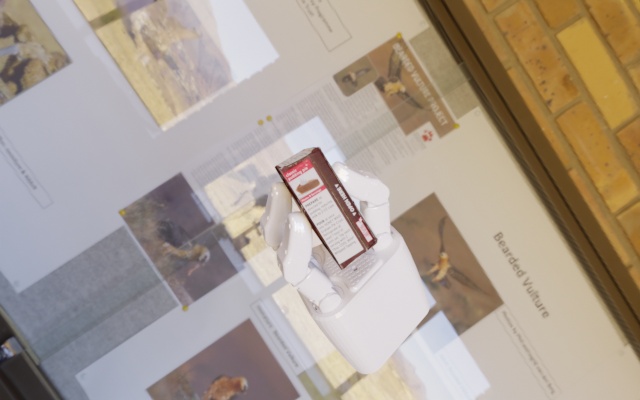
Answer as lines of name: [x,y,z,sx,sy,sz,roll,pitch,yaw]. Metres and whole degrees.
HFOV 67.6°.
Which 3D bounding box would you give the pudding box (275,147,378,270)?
pudding box: [0.000,0.001,0.402,0.039,0.090,0.113,-34,8,-5]
